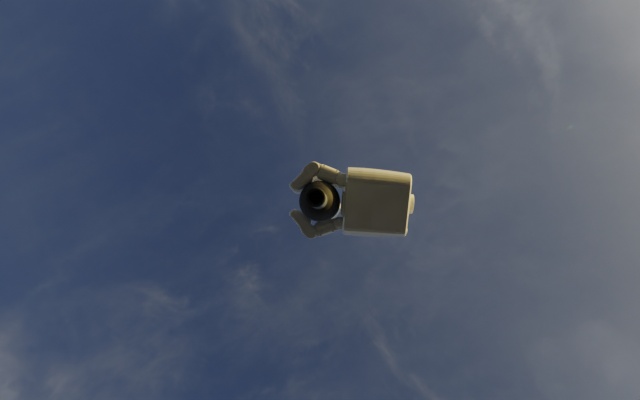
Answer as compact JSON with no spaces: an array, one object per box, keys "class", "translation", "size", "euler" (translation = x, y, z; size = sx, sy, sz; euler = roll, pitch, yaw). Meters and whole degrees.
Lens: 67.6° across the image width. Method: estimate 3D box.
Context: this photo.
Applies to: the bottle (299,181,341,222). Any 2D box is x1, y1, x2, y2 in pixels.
[{"class":"bottle","translation":[0.000,0.003,0.809],"size":[0.069,0.069,0.296],"euler":[0,-3,3]}]
